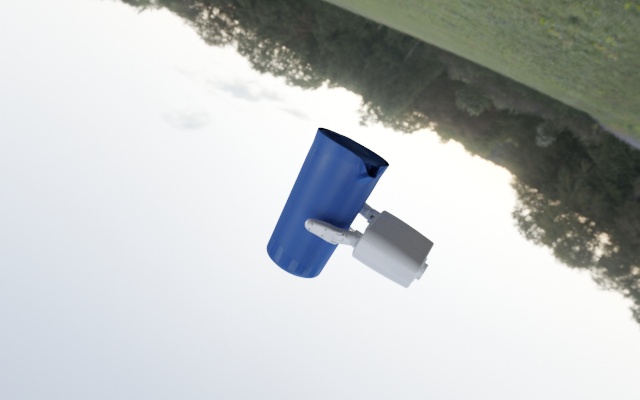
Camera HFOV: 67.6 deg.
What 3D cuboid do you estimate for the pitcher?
[{"bbox_3d":[0.000,0.003,0.820,0.145,0.243,0.149,31,16,10],"label":"pitcher"}]
